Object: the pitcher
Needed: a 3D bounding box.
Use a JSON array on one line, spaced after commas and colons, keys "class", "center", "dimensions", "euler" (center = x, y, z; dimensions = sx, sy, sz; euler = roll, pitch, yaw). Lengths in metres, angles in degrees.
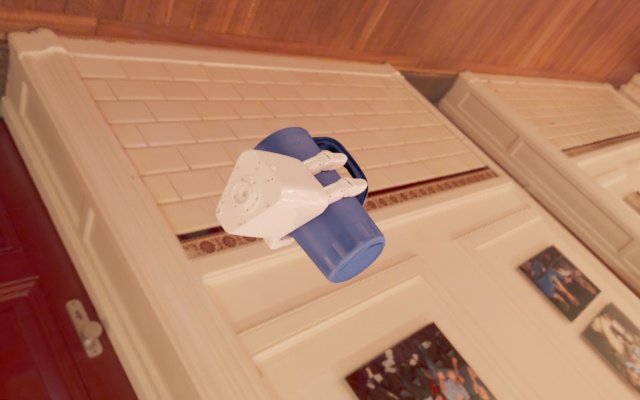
[{"class": "pitcher", "center": [0.000, 0.003, 0.763], "dimensions": [0.149, 0.242, 0.145], "euler": [-47, -25, 19]}]
